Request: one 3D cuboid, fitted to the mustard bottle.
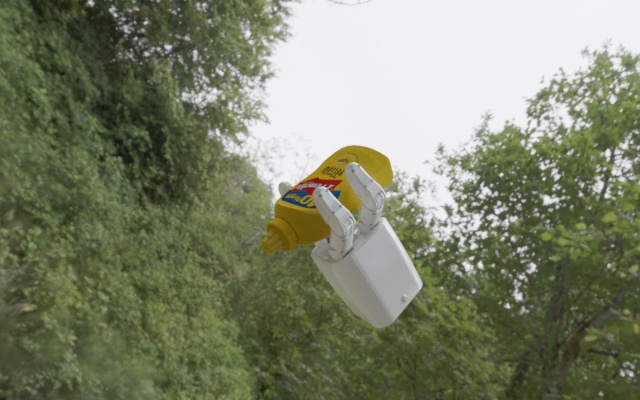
[{"bbox_3d":[0.000,0.002,0.595,0.096,0.058,0.191,17,47,42],"label":"mustard bottle"}]
